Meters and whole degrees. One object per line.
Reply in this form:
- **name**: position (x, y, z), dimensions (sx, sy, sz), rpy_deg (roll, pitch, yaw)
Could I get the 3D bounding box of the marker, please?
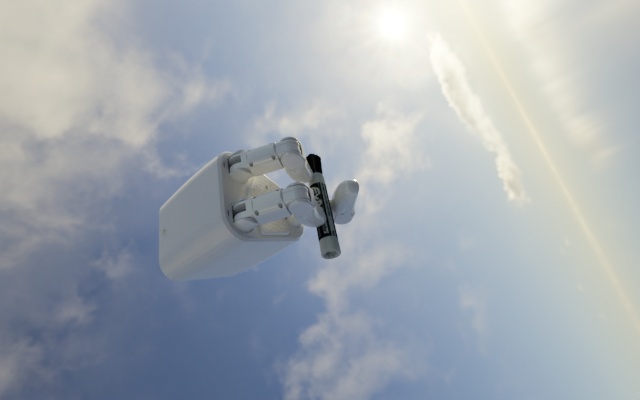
- **marker**: position (0.000, 0.002, 0.478), dimensions (0.020, 0.121, 0.020), rpy_deg (-8, -34, -5)
